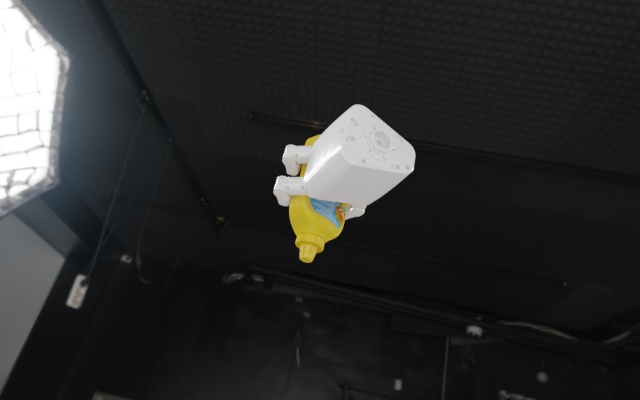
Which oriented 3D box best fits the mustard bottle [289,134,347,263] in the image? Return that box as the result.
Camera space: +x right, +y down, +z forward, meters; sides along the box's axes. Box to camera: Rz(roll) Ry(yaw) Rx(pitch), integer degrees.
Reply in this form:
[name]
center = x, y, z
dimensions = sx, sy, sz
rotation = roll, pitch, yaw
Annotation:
[mustard bottle]
center = 0.000, 0.002, 0.716
dimensions = 0.058, 0.191, 0.096
rotation = -13, -38, 39
